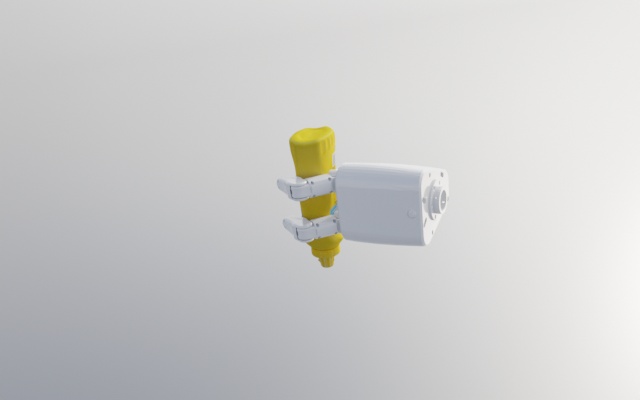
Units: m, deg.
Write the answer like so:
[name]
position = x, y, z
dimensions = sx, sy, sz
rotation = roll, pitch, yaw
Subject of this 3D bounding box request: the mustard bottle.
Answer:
[mustard bottle]
position = 0.000, 0.002, 0.644
dimensions = 0.058, 0.192, 0.096
rotation = -4, 20, 8
